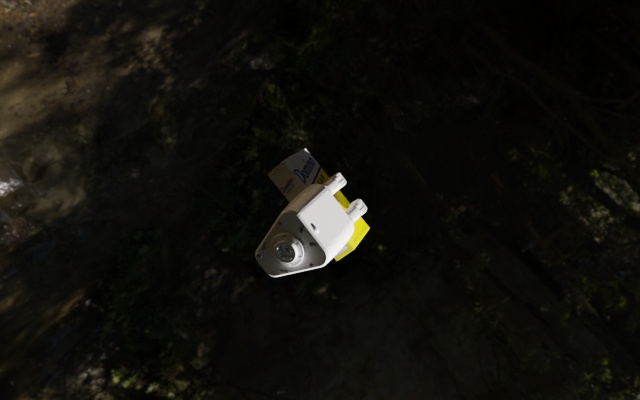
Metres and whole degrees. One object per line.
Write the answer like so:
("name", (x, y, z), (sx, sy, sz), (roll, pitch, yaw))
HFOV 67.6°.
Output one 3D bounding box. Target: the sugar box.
("sugar box", (0.001, 0.002, 0.777), (0.048, 0.176, 0.093), (-35, 4, 29))
